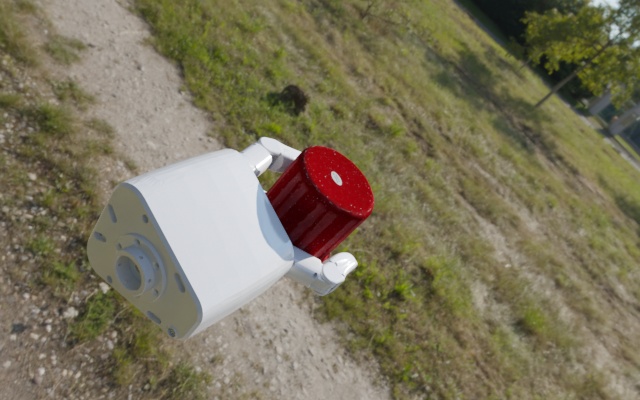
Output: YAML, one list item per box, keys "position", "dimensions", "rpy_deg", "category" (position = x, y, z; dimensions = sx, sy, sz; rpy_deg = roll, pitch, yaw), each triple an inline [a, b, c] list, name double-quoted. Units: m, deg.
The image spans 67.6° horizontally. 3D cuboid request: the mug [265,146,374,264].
- position: [0.001, 0.001, 0.446]
  dimensions: [0.081, 0.093, 0.117]
  rpy_deg: [-46, -8, 34]
  category: "mug"
